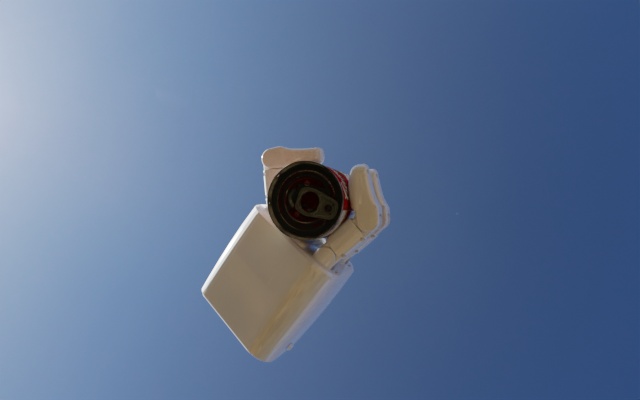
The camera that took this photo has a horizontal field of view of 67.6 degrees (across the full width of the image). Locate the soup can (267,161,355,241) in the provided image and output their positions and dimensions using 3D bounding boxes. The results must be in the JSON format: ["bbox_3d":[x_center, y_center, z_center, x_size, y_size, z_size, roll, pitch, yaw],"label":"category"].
[{"bbox_3d":[0.000,0.001,0.451,0.068,0.068,0.102,0,-2,16],"label":"soup can"}]
